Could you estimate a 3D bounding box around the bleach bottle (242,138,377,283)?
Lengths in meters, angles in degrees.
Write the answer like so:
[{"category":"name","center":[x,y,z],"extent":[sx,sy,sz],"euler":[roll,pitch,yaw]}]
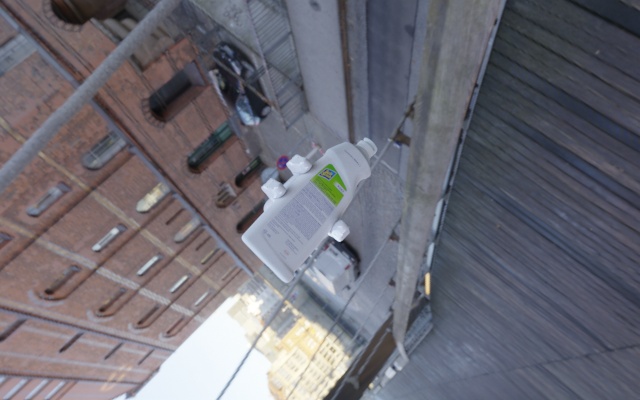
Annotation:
[{"category":"bleach bottle","center":[0.000,0.002,0.740],"extent":[0.251,0.102,0.068],"euler":[-45,7,-13]}]
